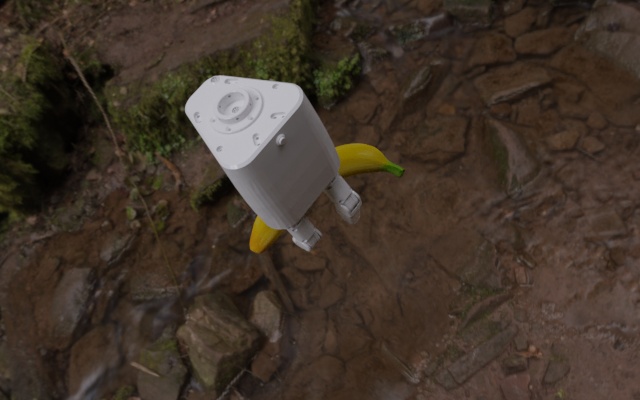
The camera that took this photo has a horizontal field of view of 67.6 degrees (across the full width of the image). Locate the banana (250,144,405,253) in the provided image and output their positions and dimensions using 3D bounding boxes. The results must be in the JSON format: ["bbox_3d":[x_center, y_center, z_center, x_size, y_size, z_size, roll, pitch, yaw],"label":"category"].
[{"bbox_3d":[-0.005,-0.014,0.550,0.198,0.069,0.037,-29,-29,-1],"label":"banana"}]
